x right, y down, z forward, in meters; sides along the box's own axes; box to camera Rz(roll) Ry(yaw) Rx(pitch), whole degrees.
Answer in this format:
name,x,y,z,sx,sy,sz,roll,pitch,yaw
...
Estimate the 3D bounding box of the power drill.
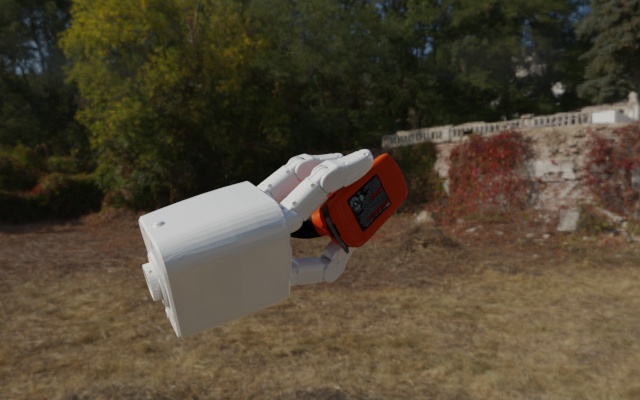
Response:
name,x,y,z,sx,sy,sz,roll,pitch,yaw
power drill,0.000,0.002,0.527,0.187,0.057,0.184,-13,24,49
